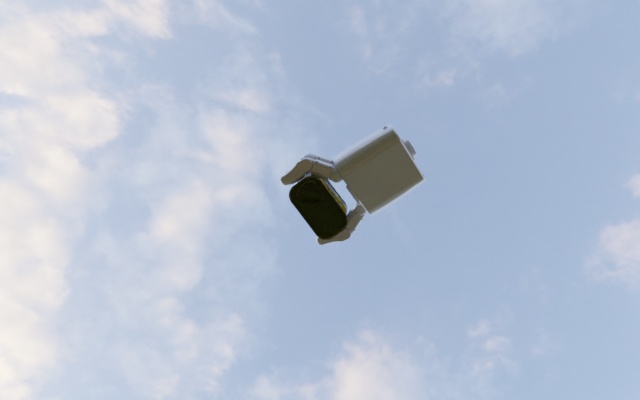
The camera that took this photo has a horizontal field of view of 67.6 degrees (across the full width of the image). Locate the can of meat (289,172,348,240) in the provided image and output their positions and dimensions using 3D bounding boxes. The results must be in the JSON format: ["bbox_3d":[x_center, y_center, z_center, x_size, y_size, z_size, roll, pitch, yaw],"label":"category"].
[{"bbox_3d":[0.000,0.003,0.771,0.057,0.102,0.084,-35,9,12],"label":"can of meat"}]
